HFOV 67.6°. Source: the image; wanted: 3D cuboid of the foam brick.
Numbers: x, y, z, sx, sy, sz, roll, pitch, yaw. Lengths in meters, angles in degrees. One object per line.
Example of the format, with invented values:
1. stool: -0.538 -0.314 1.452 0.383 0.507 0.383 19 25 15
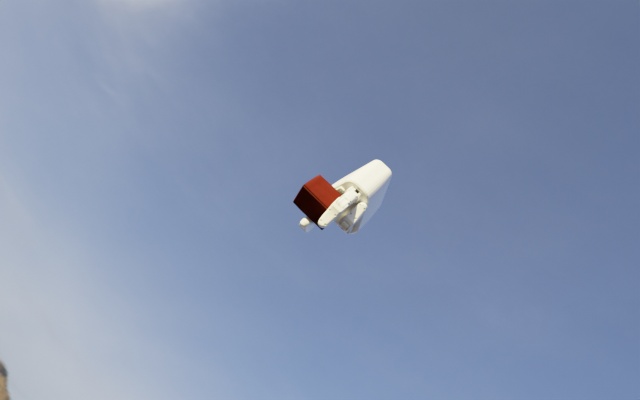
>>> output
1. foam brick: 0.000 0.003 0.862 0.051 0.078 0.053 -40 -9 -44
